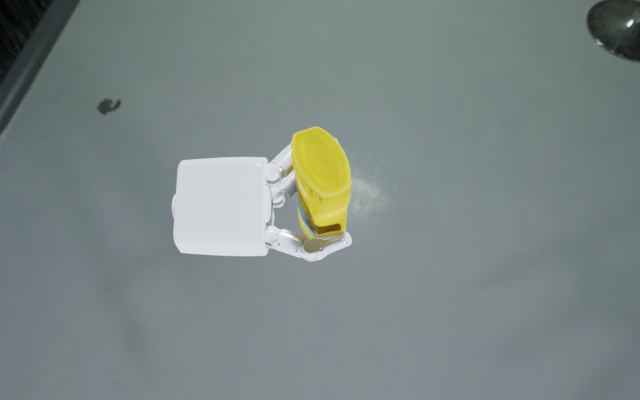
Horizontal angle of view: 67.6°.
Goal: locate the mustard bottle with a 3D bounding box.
[{"bbox_3d":[0.000,0.002,0.596,0.058,0.096,0.192,-21,-27,-11],"label":"mustard bottle"}]
